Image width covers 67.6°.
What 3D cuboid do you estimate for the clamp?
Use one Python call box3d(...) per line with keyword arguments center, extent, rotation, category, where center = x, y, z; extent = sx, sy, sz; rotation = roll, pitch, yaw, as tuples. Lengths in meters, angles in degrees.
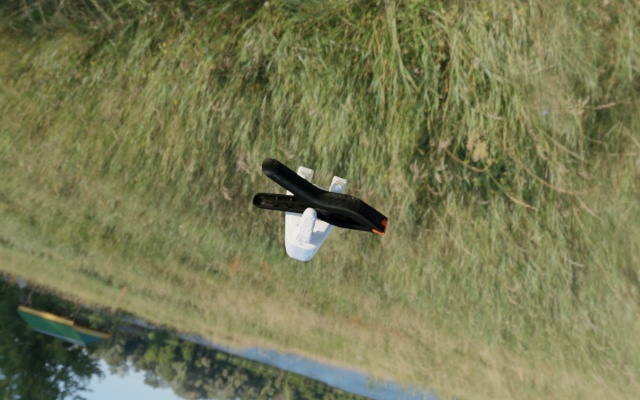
box3d(center=(0.000, 0.003, 0.692), extent=(0.210, 0.036, 0.165), rotation=(16, -19, 0), category="clamp")
